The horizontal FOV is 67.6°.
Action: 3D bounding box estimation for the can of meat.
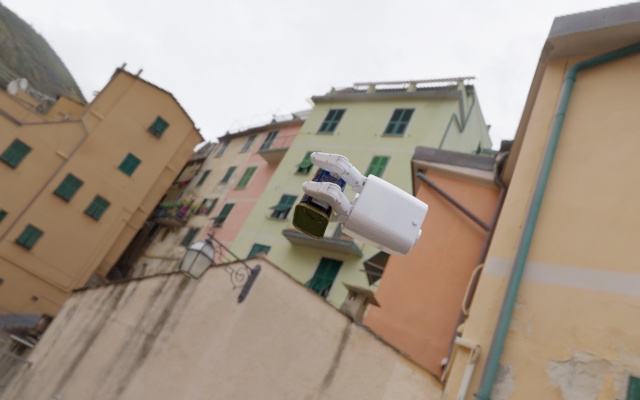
[{"bbox_3d":[0.000,0.002,0.774,0.057,0.084,0.102,26,-25,5],"label":"can of meat"}]
